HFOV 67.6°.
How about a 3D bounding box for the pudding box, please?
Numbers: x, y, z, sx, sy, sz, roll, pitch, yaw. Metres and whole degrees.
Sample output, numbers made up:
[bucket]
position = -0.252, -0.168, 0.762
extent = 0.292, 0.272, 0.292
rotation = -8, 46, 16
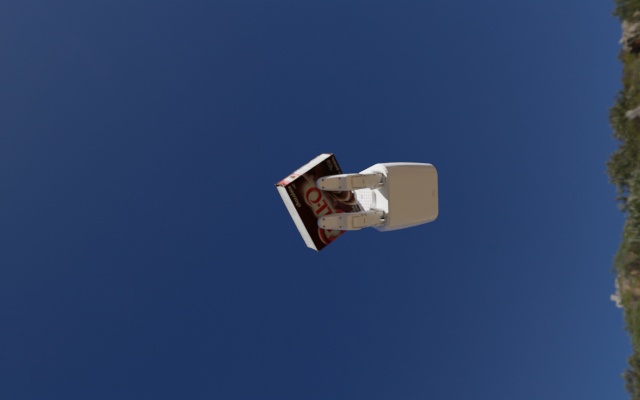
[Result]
[pudding box]
position = 0.000, 0.002, 0.684
extent = 0.090, 0.113, 0.039
rotation = -36, 20, -23
